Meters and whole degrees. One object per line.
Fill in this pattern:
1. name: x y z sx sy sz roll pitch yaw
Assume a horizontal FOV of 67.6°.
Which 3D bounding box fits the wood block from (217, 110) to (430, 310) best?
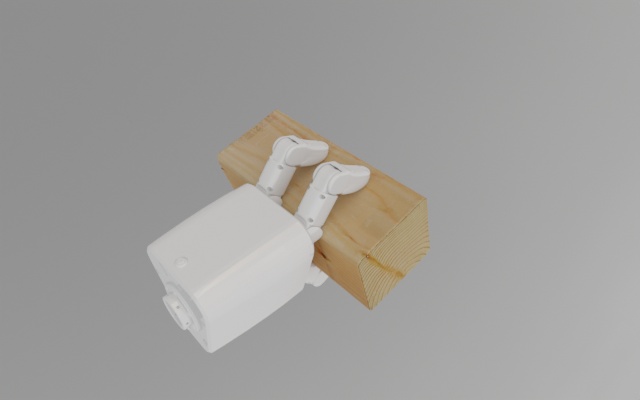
1. wood block: 0.000 0.002 0.487 0.206 0.090 0.091 35 -22 34
